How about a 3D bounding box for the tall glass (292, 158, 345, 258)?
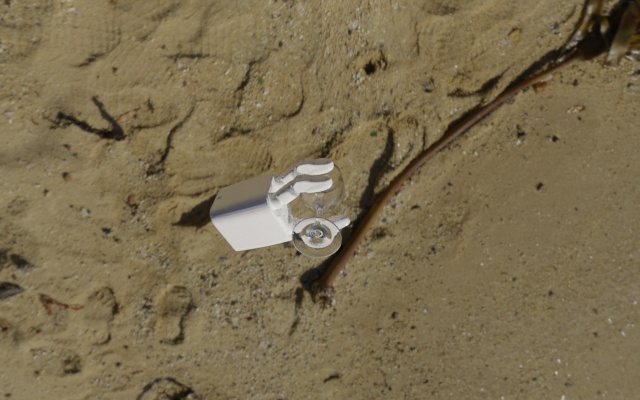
[{"bbox_3d":[0.000,0.003,0.784,0.079,0.079,0.201,0,32,5],"label":"tall glass"}]
